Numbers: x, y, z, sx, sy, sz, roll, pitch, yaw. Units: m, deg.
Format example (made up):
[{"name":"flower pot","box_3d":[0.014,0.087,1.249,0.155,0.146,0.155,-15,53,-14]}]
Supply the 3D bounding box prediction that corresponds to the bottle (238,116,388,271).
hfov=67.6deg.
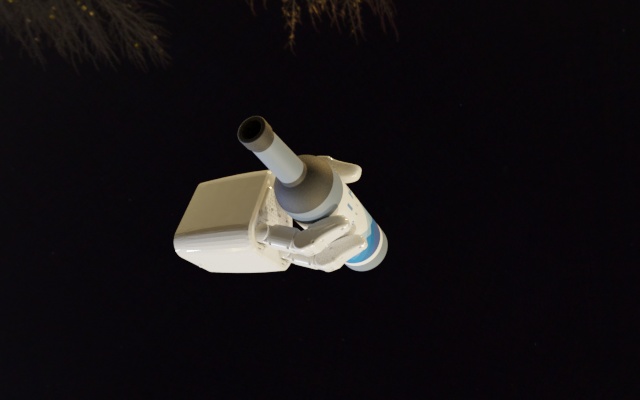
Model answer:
[{"name":"bottle","box_3d":[0.000,0.002,0.518,0.069,0.069,0.296,0,-24,26]}]
